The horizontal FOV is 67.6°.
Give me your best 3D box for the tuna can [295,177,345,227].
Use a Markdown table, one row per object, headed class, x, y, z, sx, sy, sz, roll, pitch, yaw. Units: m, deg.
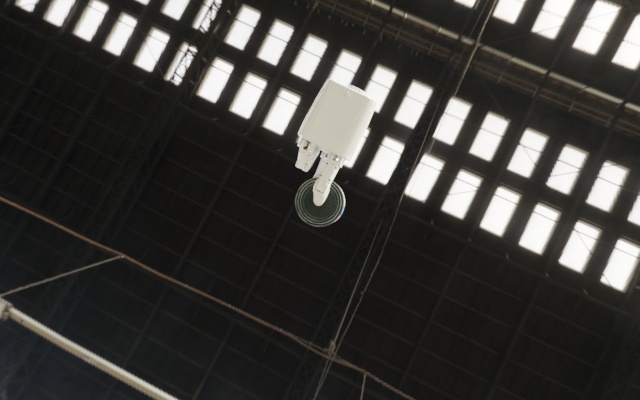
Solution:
| class | x | y | z | sx | sy | sz | roll | pitch | yaw |
| --- | --- | --- | --- | --- | --- | --- | --- | --- | --- |
| tuna can | 0.000 | 0.003 | 0.838 | 0.086 | 0.086 | 0.034 | 0 | -1 | 8 |
